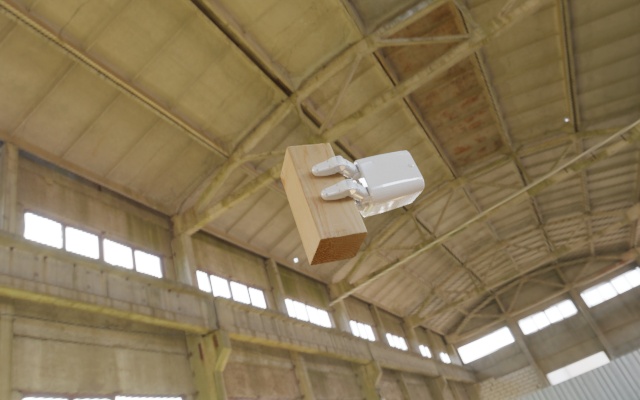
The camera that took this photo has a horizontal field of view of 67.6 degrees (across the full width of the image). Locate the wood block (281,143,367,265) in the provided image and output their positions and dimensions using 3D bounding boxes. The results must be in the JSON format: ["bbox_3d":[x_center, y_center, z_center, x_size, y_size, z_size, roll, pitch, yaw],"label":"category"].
[{"bbox_3d":[0.000,0.003,0.878,0.090,0.206,0.091,-8,-34,-19],"label":"wood block"}]
